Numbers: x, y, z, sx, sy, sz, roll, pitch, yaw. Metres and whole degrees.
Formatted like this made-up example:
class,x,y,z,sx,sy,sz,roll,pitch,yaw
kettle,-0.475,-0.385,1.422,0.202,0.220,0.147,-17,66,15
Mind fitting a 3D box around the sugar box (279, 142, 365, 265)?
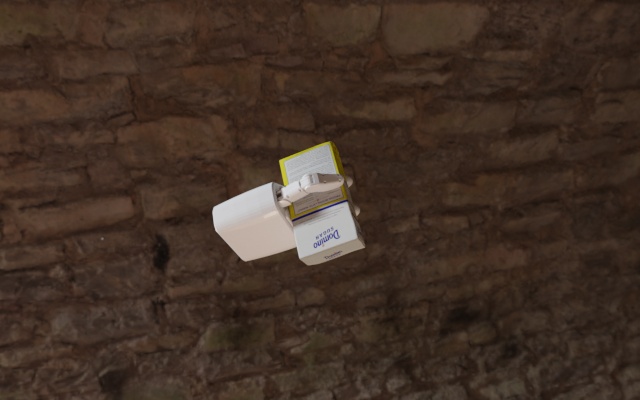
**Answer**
class,x,y,z,sx,sy,sz,roll,pitch,yaw
sugar box,0.000,0.003,0.724,0.093,0.176,0.048,-20,-28,12
